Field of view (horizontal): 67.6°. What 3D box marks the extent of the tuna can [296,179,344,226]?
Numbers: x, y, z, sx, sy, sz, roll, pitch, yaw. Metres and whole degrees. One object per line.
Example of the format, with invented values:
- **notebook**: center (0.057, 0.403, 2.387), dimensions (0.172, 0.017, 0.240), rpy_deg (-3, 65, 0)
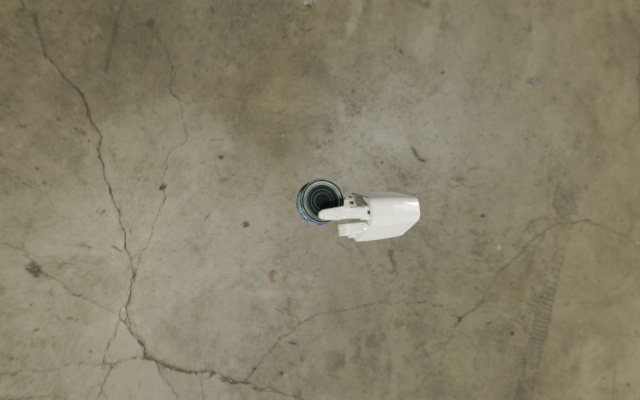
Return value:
- **tuna can**: center (0.000, 0.003, 0.888), dimensions (0.086, 0.086, 0.034), rpy_deg (0, -6, -16)
